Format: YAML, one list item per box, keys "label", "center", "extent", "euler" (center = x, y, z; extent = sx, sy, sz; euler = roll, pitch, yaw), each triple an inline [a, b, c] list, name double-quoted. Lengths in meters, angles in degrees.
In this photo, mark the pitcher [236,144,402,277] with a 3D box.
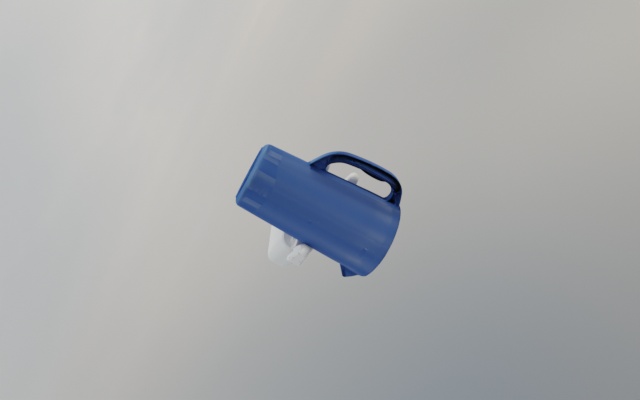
- label: "pitcher"
  center: [0.000, 0.003, 0.755]
  extent: [0.243, 0.149, 0.145]
  euler: [28, -28, -11]
